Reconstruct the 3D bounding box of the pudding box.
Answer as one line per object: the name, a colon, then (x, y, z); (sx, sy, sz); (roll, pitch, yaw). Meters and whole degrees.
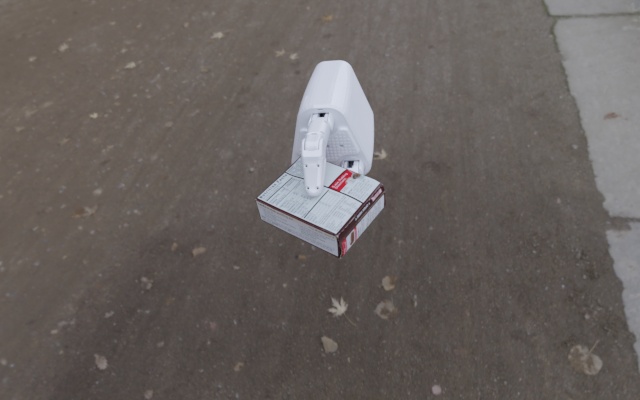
pudding box: (0.000, 0.002, 0.517); (0.113, 0.039, 0.090); (22, 54, 31)
